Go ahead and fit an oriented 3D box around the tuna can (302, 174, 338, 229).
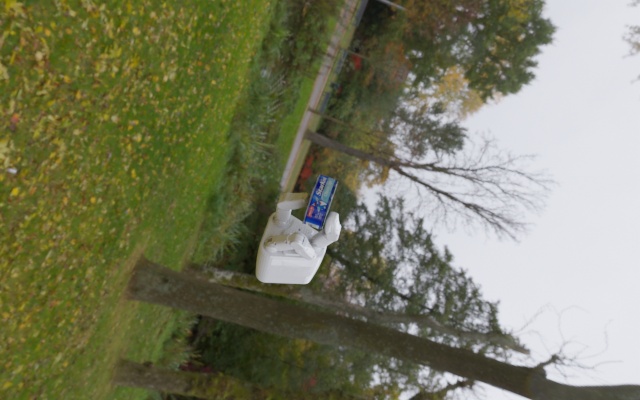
[{"bbox_3d":[0.001,0.003,0.772,0.034,0.086,0.086,19,1,2],"label":"tuna can"}]
